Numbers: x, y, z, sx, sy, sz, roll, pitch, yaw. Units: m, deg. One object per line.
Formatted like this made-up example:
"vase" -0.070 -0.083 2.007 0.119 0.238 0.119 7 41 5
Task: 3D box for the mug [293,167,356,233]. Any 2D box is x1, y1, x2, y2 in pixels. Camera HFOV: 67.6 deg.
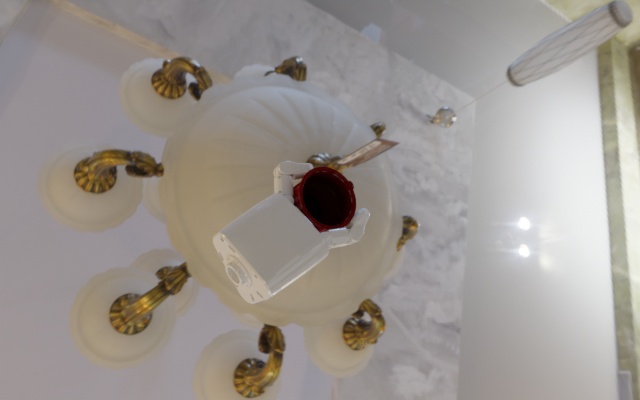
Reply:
"mug" 0.001 0.002 0.706 0.117 0.093 0.081 -33 1 -35
